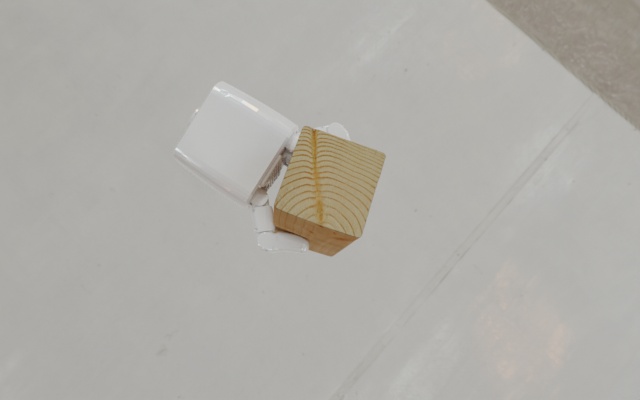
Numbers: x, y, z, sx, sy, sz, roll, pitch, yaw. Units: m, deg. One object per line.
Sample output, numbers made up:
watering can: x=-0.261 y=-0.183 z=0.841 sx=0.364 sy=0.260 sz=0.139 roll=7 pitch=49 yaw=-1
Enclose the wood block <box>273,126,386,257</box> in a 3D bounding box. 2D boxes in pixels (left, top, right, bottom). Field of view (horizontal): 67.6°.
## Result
wood block: x=0.000 y=0.002 z=0.558 sx=0.090 sy=0.091 sz=0.206 roll=20 pitch=-13 yaw=-2
